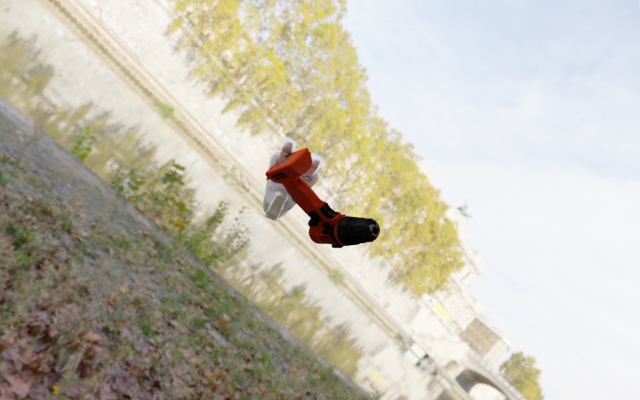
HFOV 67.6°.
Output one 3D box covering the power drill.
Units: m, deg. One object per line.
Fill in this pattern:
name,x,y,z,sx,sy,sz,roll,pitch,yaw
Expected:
power drill,0.000,0.002,0.814,0.057,0.188,0.184,-44,18,-29
